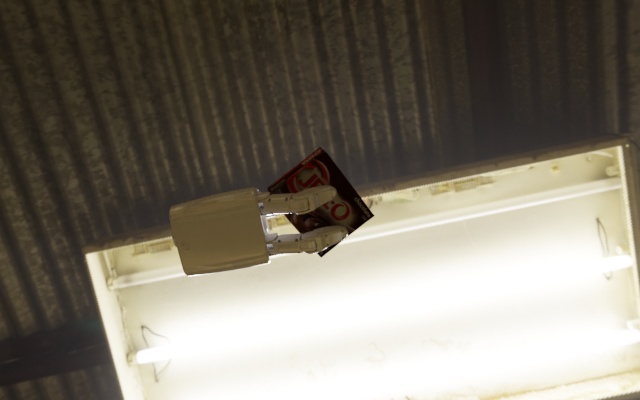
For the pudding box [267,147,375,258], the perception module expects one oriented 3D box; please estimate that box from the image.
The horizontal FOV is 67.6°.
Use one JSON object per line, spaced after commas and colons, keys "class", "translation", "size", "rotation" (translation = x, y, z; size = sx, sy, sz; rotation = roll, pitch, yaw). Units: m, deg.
{"class": "pudding box", "translation": [0.000, 0.002, 0.614], "size": [0.090, 0.113, 0.039], "rotation": [-38, 19, 3]}
